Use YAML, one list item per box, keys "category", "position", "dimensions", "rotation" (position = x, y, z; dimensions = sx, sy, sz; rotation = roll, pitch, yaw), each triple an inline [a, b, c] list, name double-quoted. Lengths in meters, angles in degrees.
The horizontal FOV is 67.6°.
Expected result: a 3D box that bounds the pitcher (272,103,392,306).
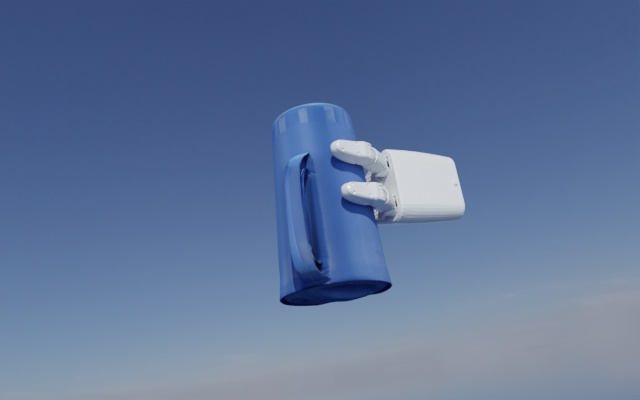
- category: "pitcher"
  position: [0.000, 0.002, 0.591]
  dimensions: [0.145, 0.242, 0.149]
  rotation: [1, -23, -25]
